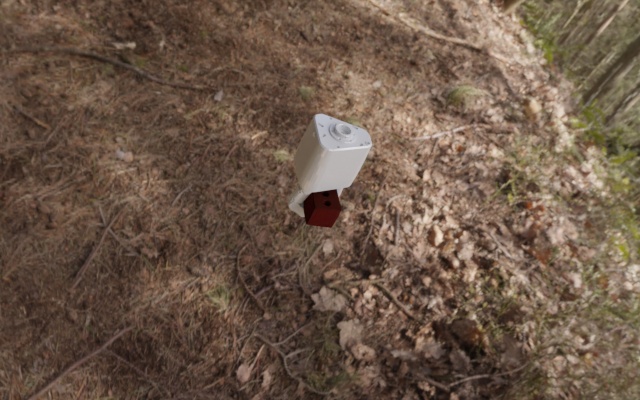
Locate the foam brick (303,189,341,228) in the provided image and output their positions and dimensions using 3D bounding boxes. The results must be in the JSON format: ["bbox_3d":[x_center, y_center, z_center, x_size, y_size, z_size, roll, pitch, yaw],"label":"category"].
[{"bbox_3d":[0.000,0.003,0.886,0.053,0.078,0.051,6,-41,-22],"label":"foam brick"}]
